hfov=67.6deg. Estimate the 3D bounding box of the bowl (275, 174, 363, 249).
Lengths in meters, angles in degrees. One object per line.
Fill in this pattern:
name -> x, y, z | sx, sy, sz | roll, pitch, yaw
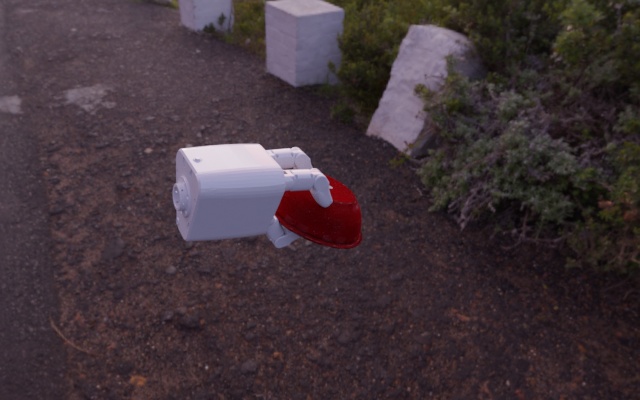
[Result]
bowl -> 0.001, 0.002, 0.704 | 0.162, 0.055, 0.162 | 23, 21, -9
